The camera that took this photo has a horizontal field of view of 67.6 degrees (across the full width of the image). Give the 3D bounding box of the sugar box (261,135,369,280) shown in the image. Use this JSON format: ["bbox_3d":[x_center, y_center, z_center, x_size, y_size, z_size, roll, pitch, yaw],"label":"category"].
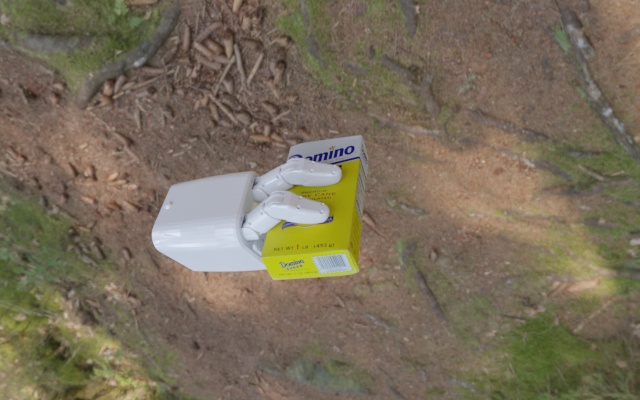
[{"bbox_3d":[0.000,0.001,0.525,0.093,0.176,0.048,-6,-44,16],"label":"sugar box"}]
